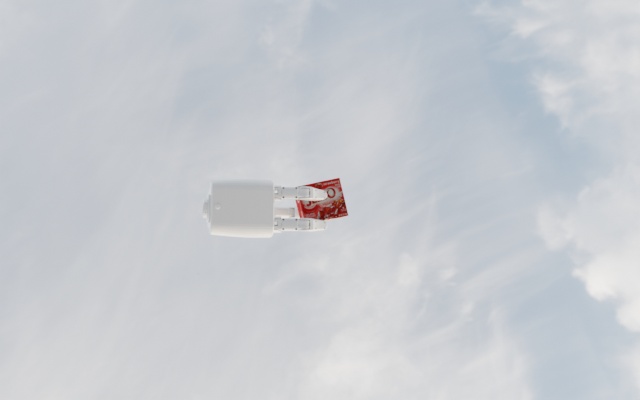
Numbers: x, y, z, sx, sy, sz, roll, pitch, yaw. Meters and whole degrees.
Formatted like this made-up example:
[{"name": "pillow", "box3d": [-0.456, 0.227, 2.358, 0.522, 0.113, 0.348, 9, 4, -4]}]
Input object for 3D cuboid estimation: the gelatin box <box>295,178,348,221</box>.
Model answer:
[{"name": "gelatin box", "box3d": [0.000, 0.003, 0.878, 0.089, 0.073, 0.030, -12, -4, -22]}]
